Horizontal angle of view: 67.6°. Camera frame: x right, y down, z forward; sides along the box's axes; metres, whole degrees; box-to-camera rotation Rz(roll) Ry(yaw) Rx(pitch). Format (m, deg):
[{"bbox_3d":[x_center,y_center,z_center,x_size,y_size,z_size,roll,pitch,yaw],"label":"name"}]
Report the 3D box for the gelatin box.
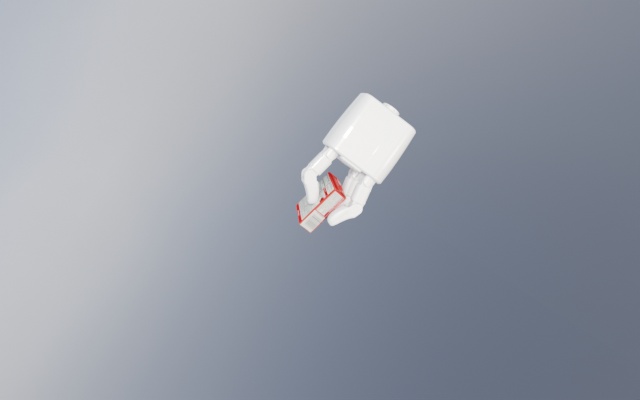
[{"bbox_3d":[0.000,0.003,0.814,0.030,0.089,0.073,40,14,-23],"label":"gelatin box"}]
